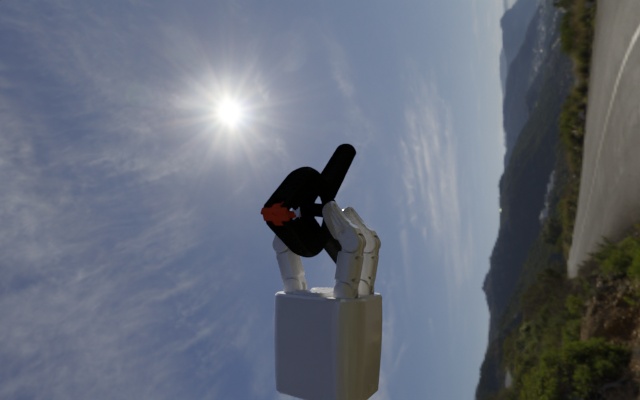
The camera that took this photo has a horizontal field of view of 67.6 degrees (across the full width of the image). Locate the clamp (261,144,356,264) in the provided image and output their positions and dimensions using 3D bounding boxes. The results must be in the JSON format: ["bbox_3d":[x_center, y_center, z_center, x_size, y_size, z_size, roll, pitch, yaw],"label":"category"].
[{"bbox_3d":[-0.001,0.002,0.532,0.036,0.164,0.210,-2,-7,24],"label":"clamp"}]
